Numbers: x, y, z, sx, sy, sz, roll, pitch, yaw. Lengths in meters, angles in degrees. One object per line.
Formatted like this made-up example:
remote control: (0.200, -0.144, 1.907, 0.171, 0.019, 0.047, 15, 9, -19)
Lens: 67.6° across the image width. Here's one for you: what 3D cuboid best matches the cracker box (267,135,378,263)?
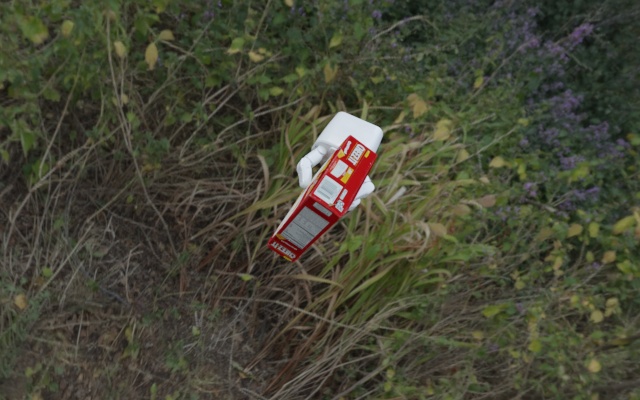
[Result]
cracker box: (0.000, 0.003, 0.874, 0.072, 0.164, 0.214, 36, -37, -5)
